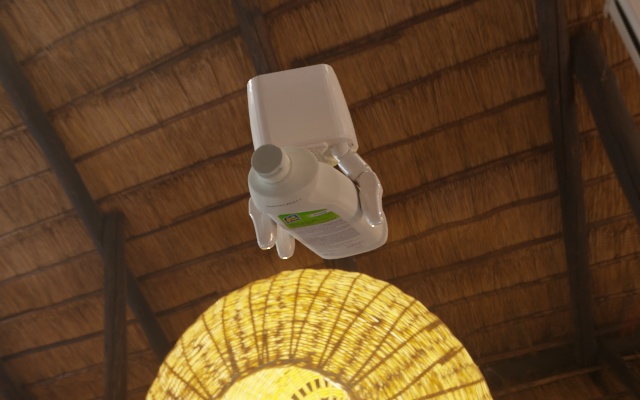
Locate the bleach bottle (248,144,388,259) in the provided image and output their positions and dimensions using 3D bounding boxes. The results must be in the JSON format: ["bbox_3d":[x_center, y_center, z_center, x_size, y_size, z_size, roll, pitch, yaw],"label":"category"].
[{"bbox_3d":[0.000,0.002,0.514,0.102,0.068,0.251,-17,-23,12],"label":"bleach bottle"}]
